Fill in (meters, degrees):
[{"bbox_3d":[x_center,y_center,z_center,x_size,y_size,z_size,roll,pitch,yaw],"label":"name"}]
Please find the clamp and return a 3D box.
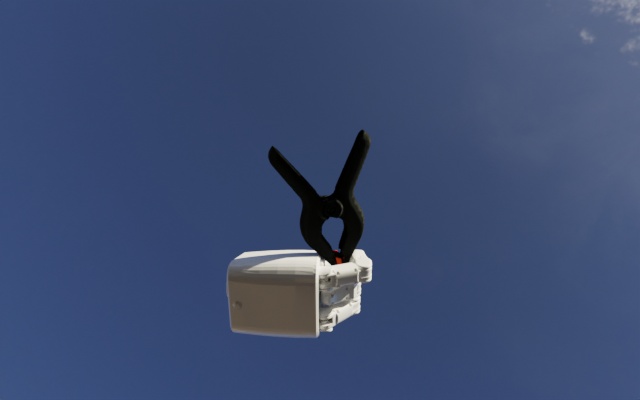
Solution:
[{"bbox_3d":[0.000,0.002,0.576,0.120,0.171,0.039,-1,13,0],"label":"clamp"}]
